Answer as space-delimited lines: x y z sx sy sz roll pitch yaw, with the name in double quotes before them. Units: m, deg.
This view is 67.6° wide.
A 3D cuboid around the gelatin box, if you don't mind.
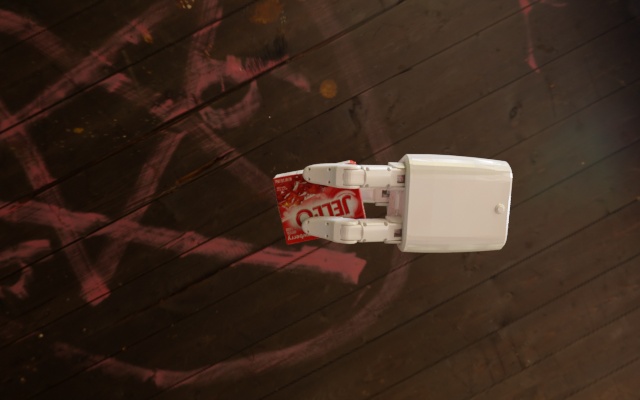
"gelatin box" 0.000 0.002 0.510 0.089 0.073 0.030 -11 9 4
